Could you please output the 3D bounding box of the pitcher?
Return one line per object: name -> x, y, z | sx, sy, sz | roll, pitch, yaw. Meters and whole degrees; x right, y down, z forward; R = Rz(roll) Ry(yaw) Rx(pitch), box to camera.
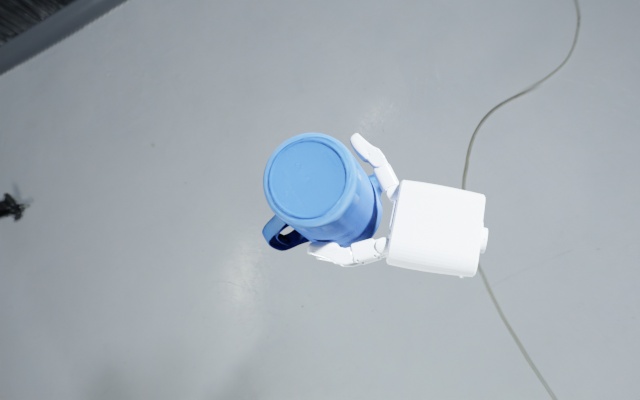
pitcher -> 0.000, 0.002, 0.631 | 0.145, 0.149, 0.243 | 12, -7, 13
